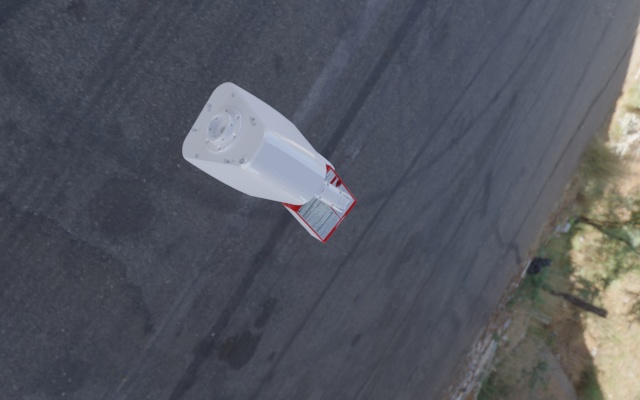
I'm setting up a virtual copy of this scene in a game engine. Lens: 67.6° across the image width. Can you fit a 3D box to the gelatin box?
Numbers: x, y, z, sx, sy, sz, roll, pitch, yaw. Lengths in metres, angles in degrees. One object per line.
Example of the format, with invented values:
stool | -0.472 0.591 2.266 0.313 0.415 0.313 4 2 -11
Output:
gelatin box | 0.001 0.002 0.614 0.030 0.073 0.089 30 -13 40
